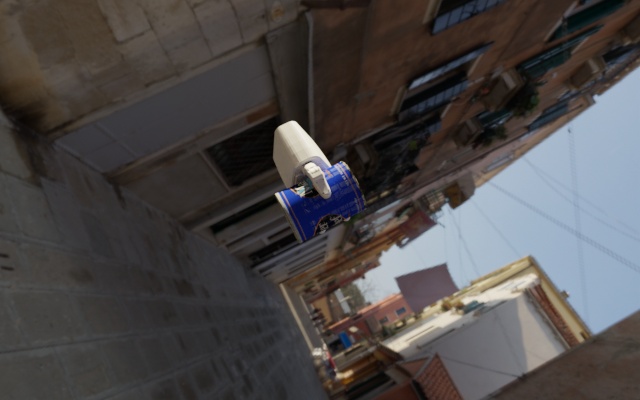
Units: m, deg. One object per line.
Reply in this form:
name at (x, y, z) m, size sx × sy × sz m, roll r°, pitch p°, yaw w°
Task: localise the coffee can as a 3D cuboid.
coffee can at (0.000, 0.003, 0.889) m, size 0.140 × 0.103 × 0.103 m, roll -27°, pitch 3°, yaw -6°
